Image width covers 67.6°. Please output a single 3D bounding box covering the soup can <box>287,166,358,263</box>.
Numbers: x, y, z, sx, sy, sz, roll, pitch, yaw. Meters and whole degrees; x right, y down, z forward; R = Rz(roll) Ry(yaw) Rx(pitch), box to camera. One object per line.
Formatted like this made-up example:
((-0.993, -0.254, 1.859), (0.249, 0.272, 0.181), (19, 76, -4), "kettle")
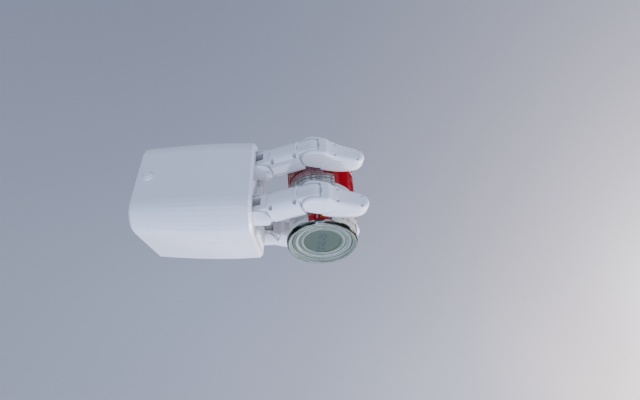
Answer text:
((0.001, 0.002, 0.471), (0.068, 0.102, 0.069), (-1, -39, -1), "soup can")
